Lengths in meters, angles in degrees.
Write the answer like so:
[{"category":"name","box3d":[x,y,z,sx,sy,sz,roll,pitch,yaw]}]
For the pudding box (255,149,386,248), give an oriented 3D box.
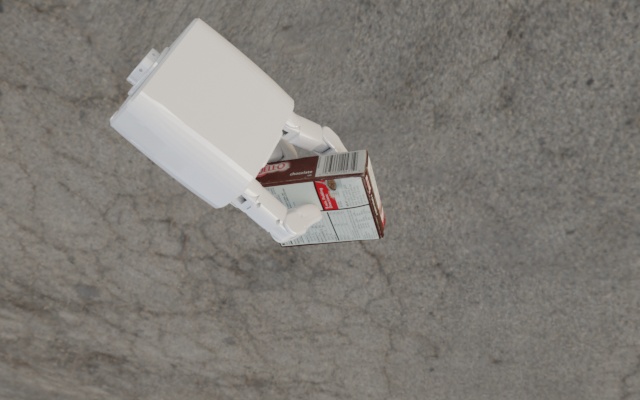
[{"category":"pudding box","box3d":[0.000,0.002,0.469,0.113,0.039,0.090,-5,-46,18]}]
